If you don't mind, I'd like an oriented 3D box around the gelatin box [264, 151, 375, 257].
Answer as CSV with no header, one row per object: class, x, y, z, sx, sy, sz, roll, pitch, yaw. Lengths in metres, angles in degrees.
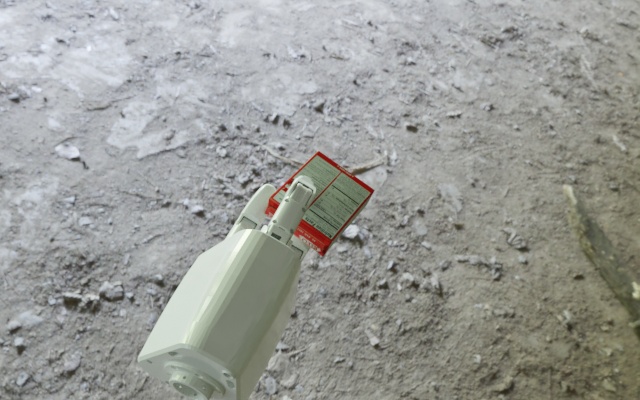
gelatin box,0.000,0.001,0.475,0.073,0.089,0.030,35,-37,10
